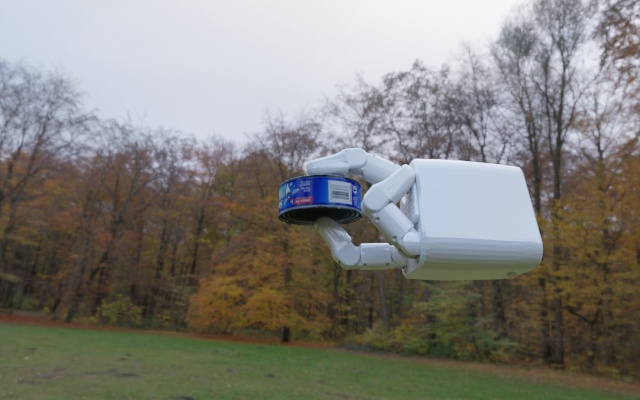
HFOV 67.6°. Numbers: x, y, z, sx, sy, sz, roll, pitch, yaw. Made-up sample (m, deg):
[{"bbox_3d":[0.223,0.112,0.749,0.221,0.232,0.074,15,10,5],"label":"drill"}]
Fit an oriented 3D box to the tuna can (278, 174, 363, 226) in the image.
[{"bbox_3d":[0.000,0.001,0.486,0.086,0.033,0.086,-1,-15,0],"label":"tuna can"}]
